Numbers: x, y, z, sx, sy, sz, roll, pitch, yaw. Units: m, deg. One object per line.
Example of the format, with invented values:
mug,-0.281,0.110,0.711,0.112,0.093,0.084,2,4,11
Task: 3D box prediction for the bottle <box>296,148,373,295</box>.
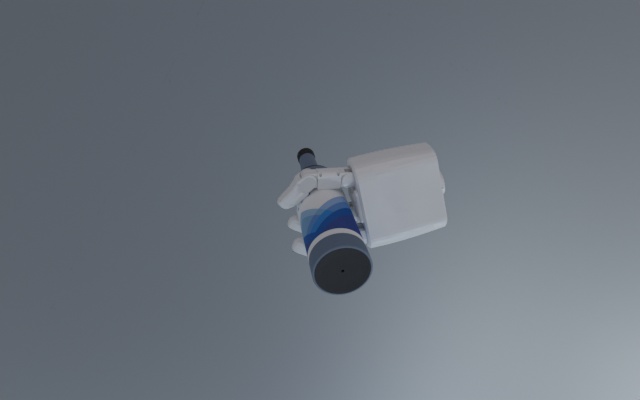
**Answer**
bottle,0.000,0.002,0.631,0.069,0.069,0.295,0,30,-11
